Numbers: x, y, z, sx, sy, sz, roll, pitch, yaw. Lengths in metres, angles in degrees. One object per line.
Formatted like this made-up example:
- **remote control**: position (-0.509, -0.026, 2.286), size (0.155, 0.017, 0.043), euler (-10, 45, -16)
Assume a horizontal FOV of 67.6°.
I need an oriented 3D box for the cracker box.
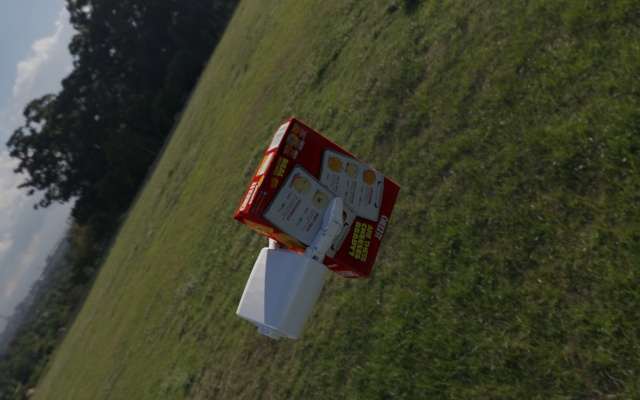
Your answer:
- **cracker box**: position (0.000, 0.002, 0.729), size (0.214, 0.164, 0.072), euler (31, -21, -22)
